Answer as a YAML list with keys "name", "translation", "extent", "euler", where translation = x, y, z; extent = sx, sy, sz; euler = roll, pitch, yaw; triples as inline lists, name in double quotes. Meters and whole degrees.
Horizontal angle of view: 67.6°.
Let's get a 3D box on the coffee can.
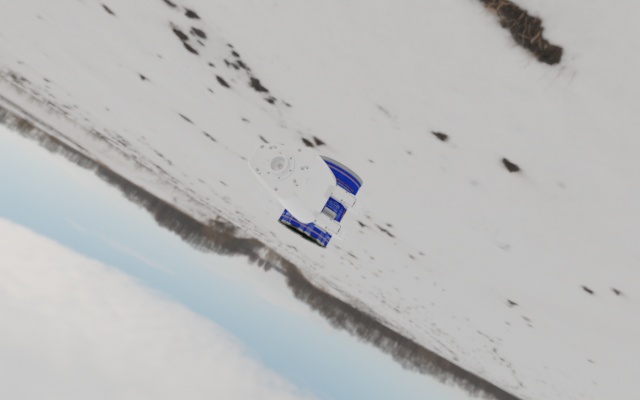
- name: "coffee can"
  translation: [0.000, 0.003, 0.877]
  extent: [0.103, 0.140, 0.103]
  euler: [29, -10, 6]
